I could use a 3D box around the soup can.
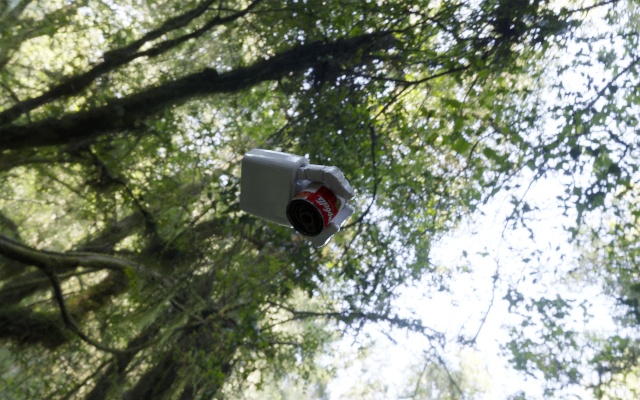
[{"bbox_3d":[0.001,0.002,0.766,0.068,0.068,0.102,0,29,34],"label":"soup can"}]
